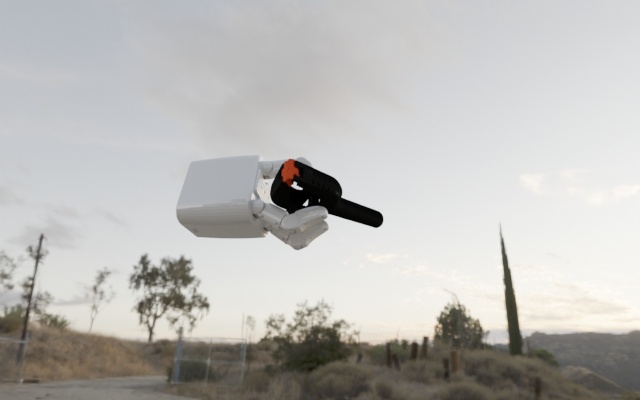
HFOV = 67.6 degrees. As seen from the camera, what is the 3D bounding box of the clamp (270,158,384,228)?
[{"bbox_3d":[0.000,0.001,0.649,0.164,0.036,0.210,-3,-23,8],"label":"clamp"}]
